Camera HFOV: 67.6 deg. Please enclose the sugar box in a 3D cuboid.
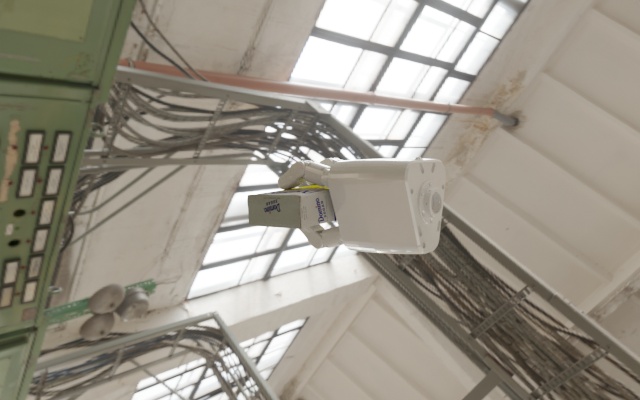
[{"bbox_3d":[0.000,0.001,0.629,0.093,0.048,0.176,1,5,41],"label":"sugar box"}]
